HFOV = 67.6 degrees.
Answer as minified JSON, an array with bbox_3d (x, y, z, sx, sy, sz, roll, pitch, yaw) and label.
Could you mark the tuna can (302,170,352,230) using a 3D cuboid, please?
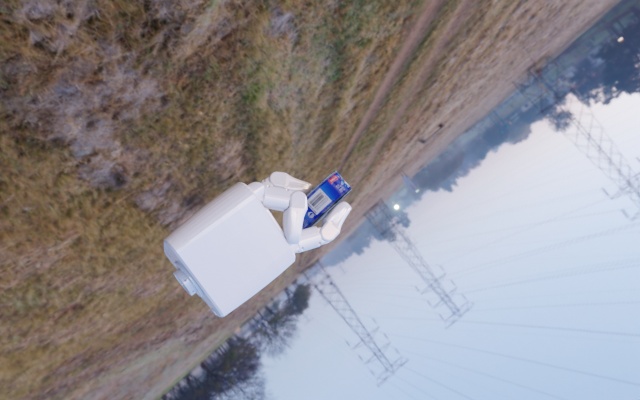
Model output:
[{"bbox_3d":[0.001,0.002,0.620,0.086,0.034,0.086,-43,-3,-3],"label":"tuna can"}]
